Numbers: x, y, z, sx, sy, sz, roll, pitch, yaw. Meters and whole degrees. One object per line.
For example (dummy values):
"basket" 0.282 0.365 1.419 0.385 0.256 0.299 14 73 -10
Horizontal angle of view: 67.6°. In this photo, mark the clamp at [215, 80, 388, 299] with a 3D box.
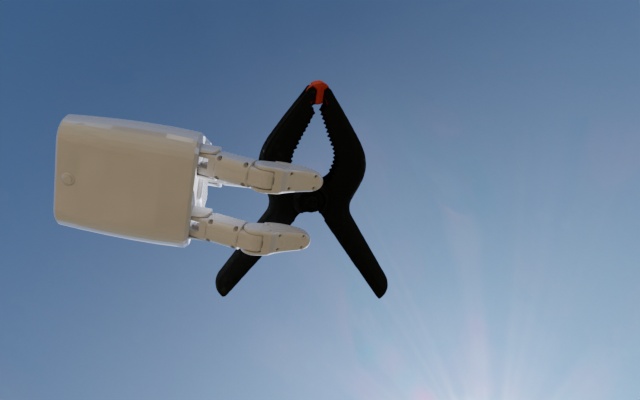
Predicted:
"clamp" 0.000 0.001 0.435 0.164 0.210 0.036 9 17 -11
